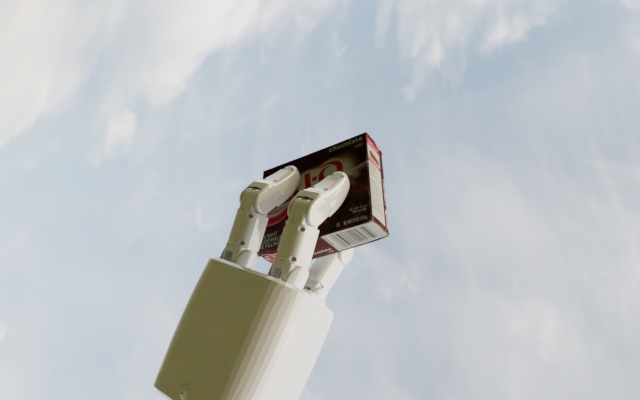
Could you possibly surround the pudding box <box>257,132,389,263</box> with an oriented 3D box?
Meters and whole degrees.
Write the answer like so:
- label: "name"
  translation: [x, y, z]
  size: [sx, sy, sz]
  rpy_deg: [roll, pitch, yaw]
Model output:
- label: "pudding box"
  translation: [0.000, 0.001, 0.416]
  size: [0.113, 0.090, 0.039]
  rpy_deg: [-17, -36, 24]
